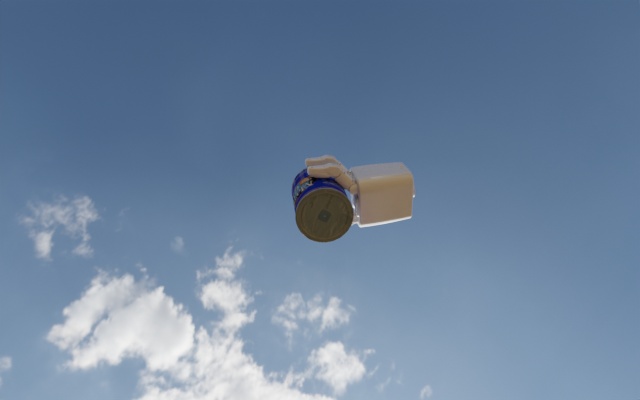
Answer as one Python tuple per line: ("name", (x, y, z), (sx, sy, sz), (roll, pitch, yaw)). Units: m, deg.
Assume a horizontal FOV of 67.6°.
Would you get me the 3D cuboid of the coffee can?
("coffee can", (0.000, 0.003, 0.895), (0.103, 0.103, 0.140), (0, 21, -7))
